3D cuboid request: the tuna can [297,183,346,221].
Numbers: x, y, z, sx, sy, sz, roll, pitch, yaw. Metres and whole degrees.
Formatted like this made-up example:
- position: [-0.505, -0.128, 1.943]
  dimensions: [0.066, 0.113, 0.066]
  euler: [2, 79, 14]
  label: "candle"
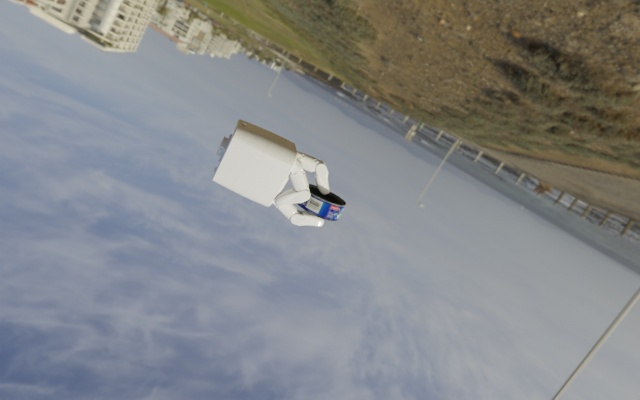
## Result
- position: [0.000, 0.003, 0.848]
  dimensions: [0.086, 0.034, 0.086]
  euler: [24, 13, -6]
  label: "tuna can"
